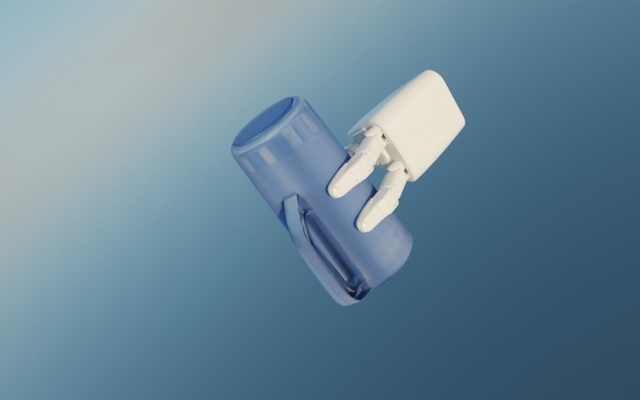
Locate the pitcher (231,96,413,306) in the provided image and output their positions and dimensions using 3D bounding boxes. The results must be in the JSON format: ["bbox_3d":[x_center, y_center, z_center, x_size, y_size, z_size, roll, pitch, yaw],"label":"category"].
[{"bbox_3d":[0.000,0.002,0.590,0.145,0.243,0.149,-43,24,-12],"label":"pitcher"}]
